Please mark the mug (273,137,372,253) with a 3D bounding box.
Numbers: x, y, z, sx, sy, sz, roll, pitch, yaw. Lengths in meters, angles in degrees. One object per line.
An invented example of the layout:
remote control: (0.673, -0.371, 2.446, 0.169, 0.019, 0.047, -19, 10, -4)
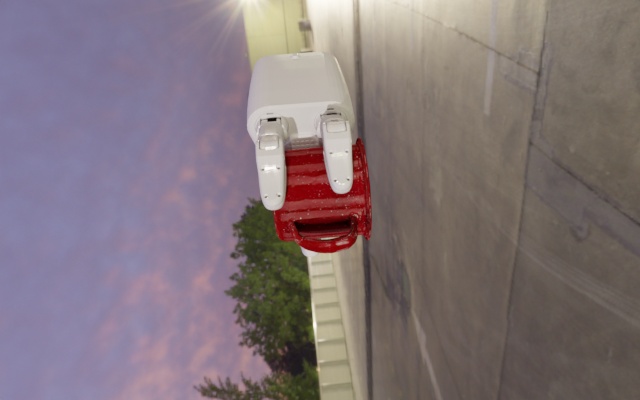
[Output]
mug: (0.000, 0.002, 0.421, 0.081, 0.093, 0.117, -5, 44, -1)
